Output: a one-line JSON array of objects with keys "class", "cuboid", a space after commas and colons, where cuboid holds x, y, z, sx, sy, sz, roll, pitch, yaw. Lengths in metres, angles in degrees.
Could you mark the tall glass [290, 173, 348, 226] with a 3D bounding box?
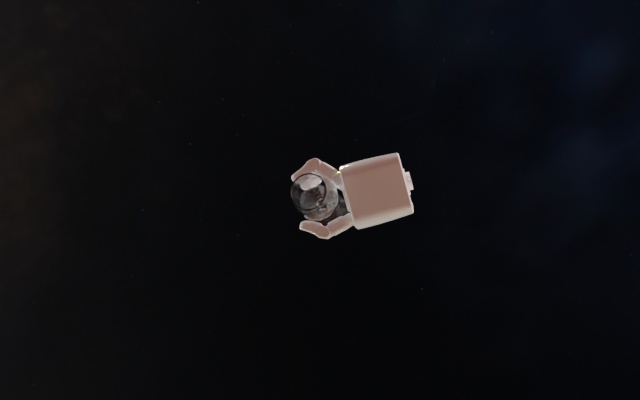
[{"class": "tall glass", "cuboid": [0.000, 0.003, 0.872, 0.079, 0.079, 0.201, 0, -10, 12]}]
